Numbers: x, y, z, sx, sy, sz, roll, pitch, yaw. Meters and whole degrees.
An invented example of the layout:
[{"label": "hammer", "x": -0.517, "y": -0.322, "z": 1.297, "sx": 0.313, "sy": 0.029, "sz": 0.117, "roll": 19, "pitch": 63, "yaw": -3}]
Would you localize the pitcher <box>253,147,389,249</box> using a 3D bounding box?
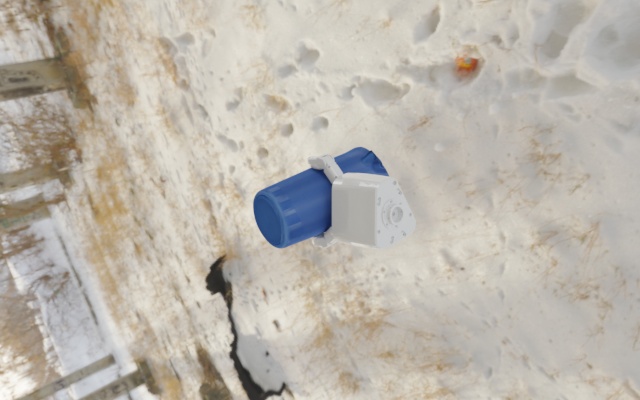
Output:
[{"label": "pitcher", "x": 0.000, "y": 0.003, "z": 0.885, "sx": 0.243, "sy": 0.149, "sz": 0.145, "roll": -23, "pitch": 19, "yaw": -33}]
